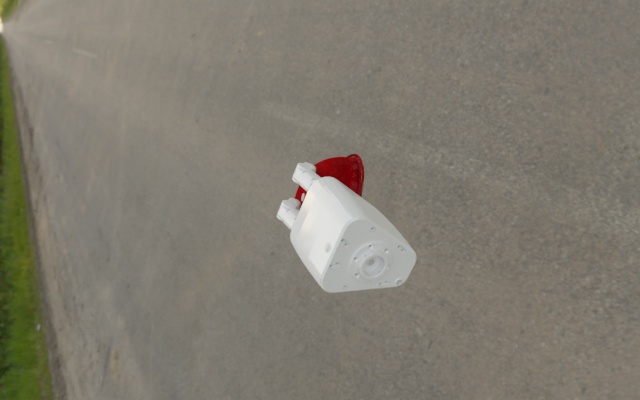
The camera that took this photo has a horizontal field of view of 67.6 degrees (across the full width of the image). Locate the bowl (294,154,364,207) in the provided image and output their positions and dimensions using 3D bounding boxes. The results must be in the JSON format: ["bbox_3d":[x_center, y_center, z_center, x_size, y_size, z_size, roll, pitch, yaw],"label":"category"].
[{"bbox_3d":[-0.001,0.002,0.674,0.055,0.162,0.162,19,-5,-16],"label":"bowl"}]
